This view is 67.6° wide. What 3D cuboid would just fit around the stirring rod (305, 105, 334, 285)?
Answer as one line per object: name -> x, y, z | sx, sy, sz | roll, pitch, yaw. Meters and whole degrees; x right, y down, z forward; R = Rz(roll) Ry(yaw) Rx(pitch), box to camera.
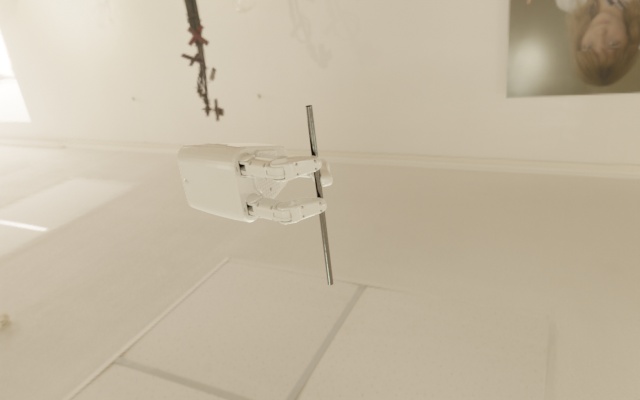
stirring rod -> 0.000, 0.002, 0.591 | 0.011, 0.240, 0.011 | -6, 24, 3
